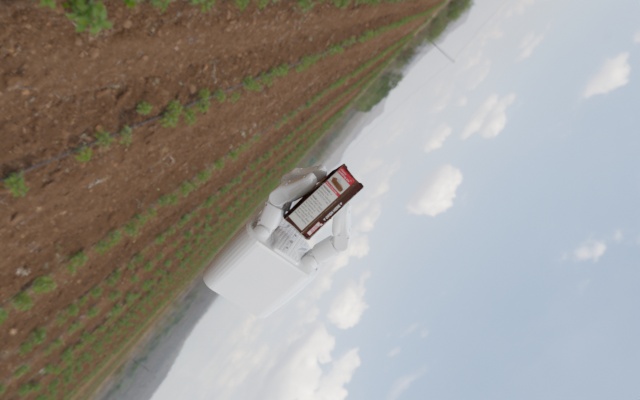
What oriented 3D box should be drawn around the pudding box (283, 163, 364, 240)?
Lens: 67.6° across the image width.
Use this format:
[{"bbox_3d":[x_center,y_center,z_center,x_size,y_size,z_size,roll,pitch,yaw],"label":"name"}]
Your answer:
[{"bbox_3d":[0.000,0.002,0.567,0.090,0.039,0.113,-44,5,-4],"label":"pudding box"}]
